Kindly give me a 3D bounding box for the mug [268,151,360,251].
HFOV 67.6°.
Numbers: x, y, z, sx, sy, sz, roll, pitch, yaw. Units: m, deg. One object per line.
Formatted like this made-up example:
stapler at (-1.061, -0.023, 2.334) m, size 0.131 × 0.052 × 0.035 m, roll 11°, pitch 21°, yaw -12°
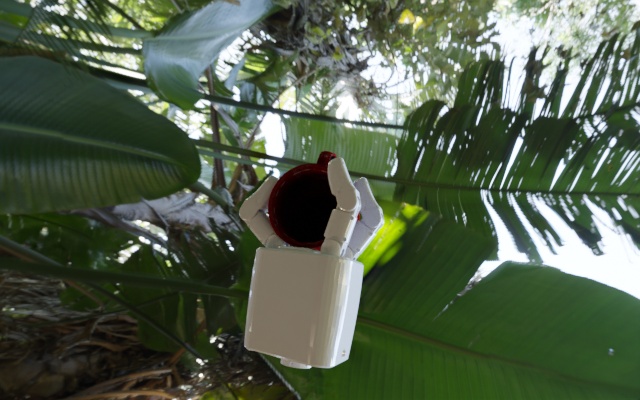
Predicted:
mug at (0.000, 0.000, 0.545) m, size 0.093 × 0.117 × 0.081 m, roll 7°, pitch -10°, yaw 17°
